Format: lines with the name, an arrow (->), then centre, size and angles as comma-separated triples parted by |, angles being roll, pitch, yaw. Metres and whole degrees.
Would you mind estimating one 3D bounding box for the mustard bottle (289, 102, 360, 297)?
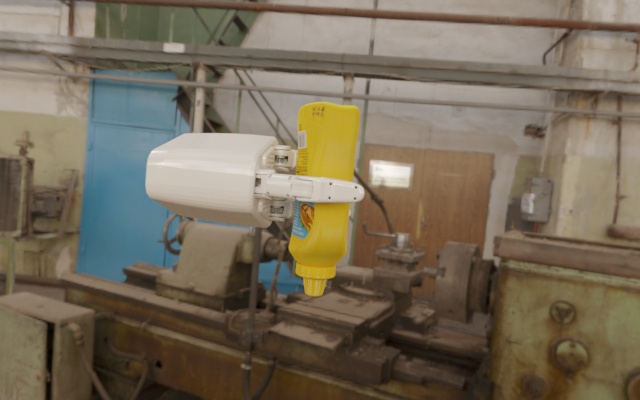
mustard bottle -> 0.000, 0.001, 0.485 | 0.058, 0.191, 0.096 | 4, 4, -18
